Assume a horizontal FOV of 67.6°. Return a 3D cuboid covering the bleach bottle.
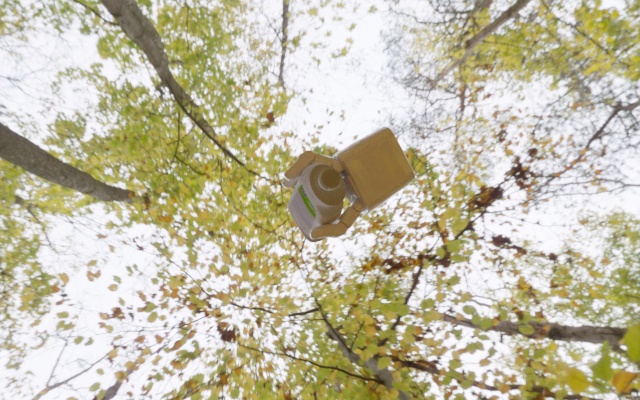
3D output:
[{"bbox_3d":[0.000,0.003,0.789,0.068,0.102,0.251,-33,-5,-14],"label":"bleach bottle"}]
